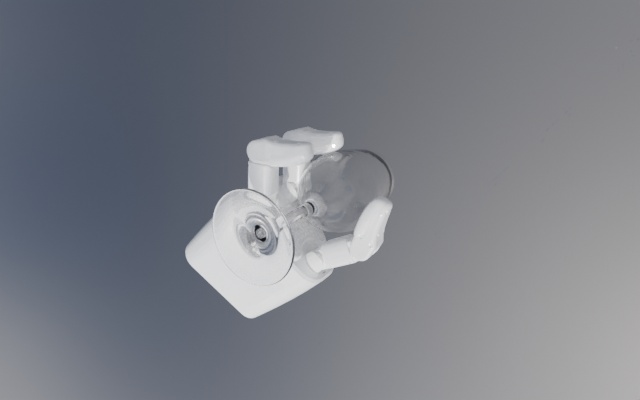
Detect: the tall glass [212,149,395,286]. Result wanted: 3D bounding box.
[{"bbox_3d":[0.000,0.002,0.424,0.079,0.079,0.201,0,15,32],"label":"tall glass"}]
